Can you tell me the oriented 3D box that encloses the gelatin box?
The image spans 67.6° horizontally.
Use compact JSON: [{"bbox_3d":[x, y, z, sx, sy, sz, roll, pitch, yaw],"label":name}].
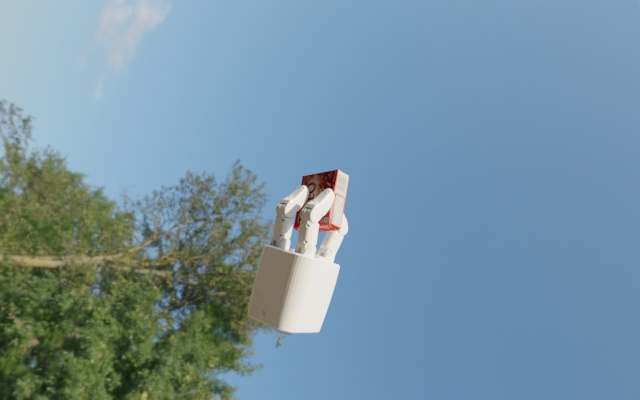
[{"bbox_3d":[0.000,0.002,0.714,0.073,0.089,0.030,-8,-26,41],"label":"gelatin box"}]
